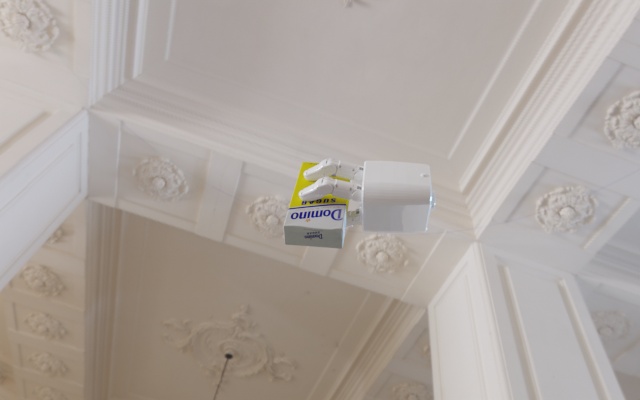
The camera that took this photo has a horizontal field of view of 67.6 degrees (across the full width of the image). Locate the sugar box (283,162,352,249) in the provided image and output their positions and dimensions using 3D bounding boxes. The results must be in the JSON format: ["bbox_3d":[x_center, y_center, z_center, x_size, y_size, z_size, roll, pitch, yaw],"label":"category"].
[{"bbox_3d":[0.000,0.002,0.788,0.093,0.048,0.176,3,36,6],"label":"sugar box"}]
